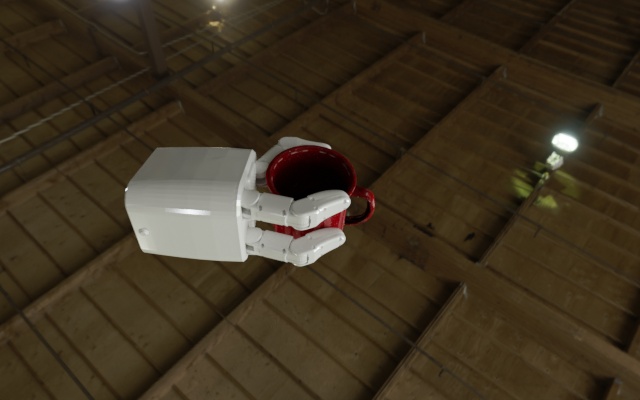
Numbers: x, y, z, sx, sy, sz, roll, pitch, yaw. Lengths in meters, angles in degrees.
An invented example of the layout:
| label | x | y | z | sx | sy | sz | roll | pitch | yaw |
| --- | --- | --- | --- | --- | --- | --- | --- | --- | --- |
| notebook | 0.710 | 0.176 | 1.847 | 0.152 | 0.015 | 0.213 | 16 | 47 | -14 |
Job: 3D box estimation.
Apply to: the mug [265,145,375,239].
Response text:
| label | x | y | z | sx | sy | sz | roll | pitch | yaw |
| --- | --- | --- | --- | --- | --- | --- | --- | --- | --- |
| mug | 0.002 | 0.002 | 0.518 | 0.117 | 0.093 | 0.082 | 5 | -41 | 0 |
